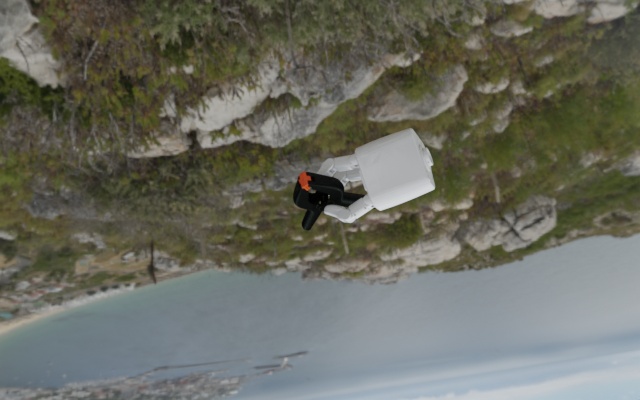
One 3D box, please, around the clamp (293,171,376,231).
[{"bbox_3d":[0.000,0.003,0.894,0.164,0.036,0.210,-23,-27,20],"label":"clamp"}]
